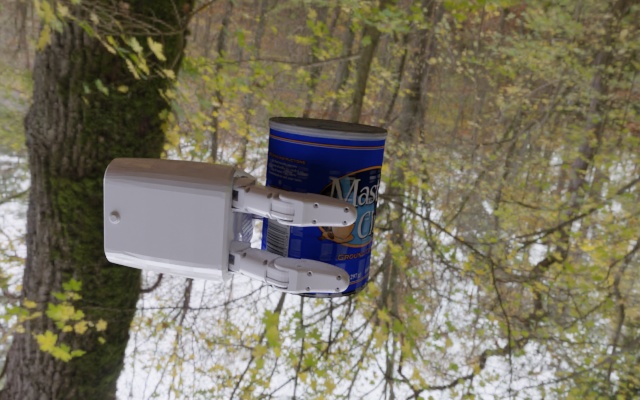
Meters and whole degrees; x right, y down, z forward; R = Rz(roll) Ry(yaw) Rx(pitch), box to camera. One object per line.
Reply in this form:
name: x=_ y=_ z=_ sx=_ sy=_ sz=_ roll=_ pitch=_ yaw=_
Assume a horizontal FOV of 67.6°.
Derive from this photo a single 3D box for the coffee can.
coffee can: x=0.000 y=0.001 z=0.427 sx=0.103 sy=0.140 sz=0.102 roll=5 pitch=13 yaw=-1
